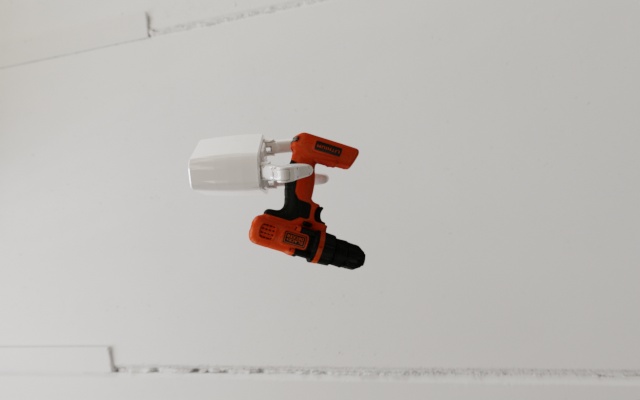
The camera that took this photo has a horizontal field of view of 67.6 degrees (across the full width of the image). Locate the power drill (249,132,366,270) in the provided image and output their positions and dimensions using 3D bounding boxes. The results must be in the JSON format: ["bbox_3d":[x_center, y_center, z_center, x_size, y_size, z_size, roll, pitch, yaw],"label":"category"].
[{"bbox_3d":[0.000,0.002,0.735,0.184,0.187,0.057,17,-9,-12],"label":"power drill"}]
